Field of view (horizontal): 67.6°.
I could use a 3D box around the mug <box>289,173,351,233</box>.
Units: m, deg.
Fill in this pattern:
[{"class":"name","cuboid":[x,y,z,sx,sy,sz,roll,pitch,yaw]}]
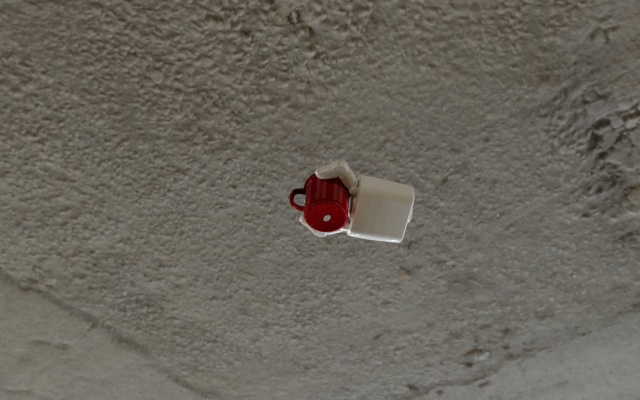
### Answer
[{"class":"mug","cuboid":[-0.001,0.003,0.887,0.117,0.093,0.081,10,40,-4]}]
